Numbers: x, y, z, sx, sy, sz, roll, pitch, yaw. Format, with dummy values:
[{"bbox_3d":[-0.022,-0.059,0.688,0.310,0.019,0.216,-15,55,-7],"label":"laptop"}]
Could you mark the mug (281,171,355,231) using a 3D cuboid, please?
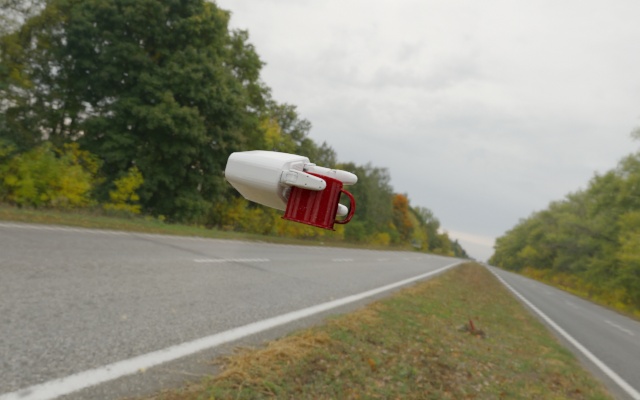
[{"bbox_3d":[0.001,0.003,0.773,0.117,0.081,0.093,12,-3,23],"label":"mug"}]
